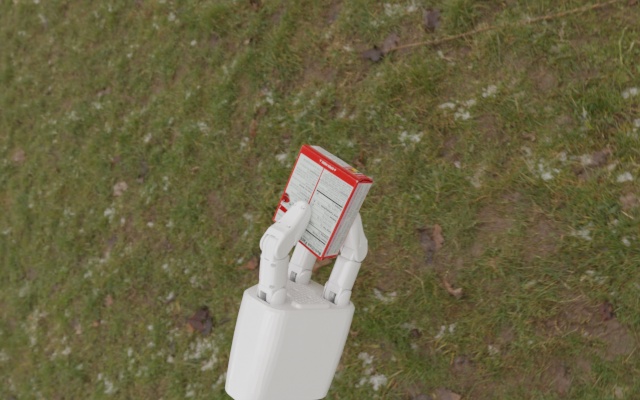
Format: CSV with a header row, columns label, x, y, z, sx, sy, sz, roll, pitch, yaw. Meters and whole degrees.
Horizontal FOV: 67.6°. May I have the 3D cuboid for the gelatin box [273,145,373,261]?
label,x,y,z,sx,sy,sz,roll,pitch,yaw
gelatin box,0.000,0.001,0.462,0.073,0.089,0.030,36,23,31
